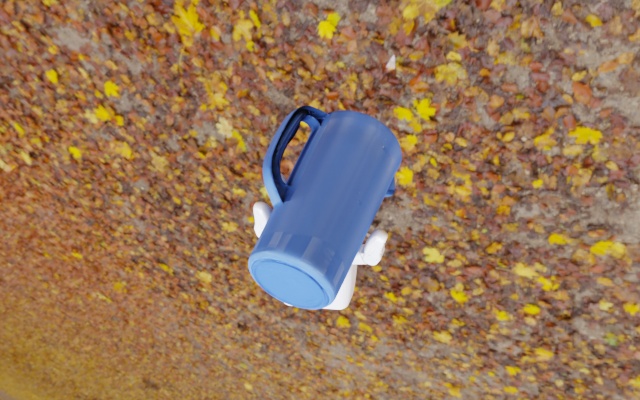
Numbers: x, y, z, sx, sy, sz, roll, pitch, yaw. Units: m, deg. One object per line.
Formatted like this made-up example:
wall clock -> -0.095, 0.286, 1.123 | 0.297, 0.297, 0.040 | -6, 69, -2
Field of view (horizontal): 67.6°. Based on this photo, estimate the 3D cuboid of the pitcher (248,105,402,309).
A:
pitcher -> 0.000, 0.002, 0.599 | 0.149, 0.242, 0.145 | 15, -38, 15
